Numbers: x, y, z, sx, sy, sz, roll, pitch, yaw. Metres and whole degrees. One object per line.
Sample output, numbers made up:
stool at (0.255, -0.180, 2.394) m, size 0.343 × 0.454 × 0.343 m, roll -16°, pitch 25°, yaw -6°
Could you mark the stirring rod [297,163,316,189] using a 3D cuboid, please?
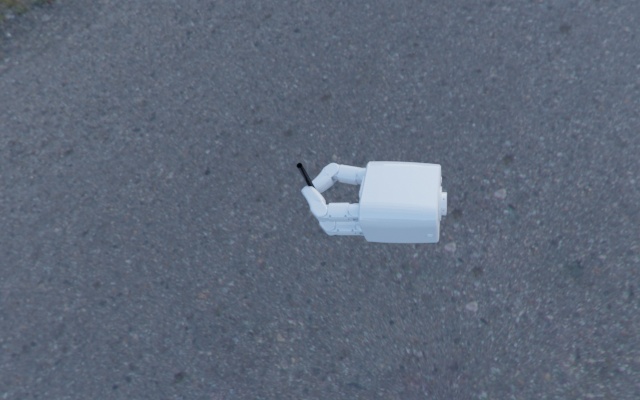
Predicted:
stirring rod at (0.000, 0.002, 0.749) m, size 0.011 × 0.011 × 0.240 m, roll 0°, pitch -24°, yaw 15°
